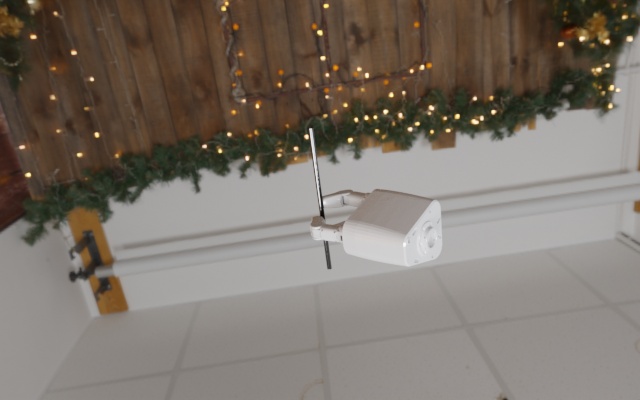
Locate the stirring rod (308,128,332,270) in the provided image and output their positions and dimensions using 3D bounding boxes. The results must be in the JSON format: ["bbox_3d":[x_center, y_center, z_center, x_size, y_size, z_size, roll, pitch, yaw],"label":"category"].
[{"bbox_3d":[0.000,0.002,0.765,0.011,0.240,0.011,-7,20,2],"label":"stirring rod"}]
